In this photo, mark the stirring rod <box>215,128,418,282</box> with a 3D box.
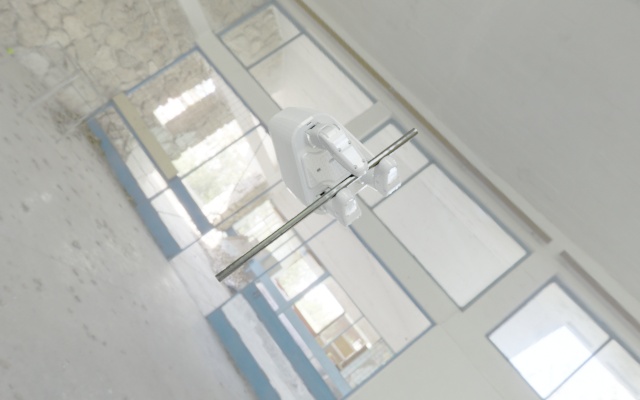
[{"bbox_3d":[0.000,0.002,0.459,0.239,0.011,0.011,-37,7,-9],"label":"stirring rod"}]
